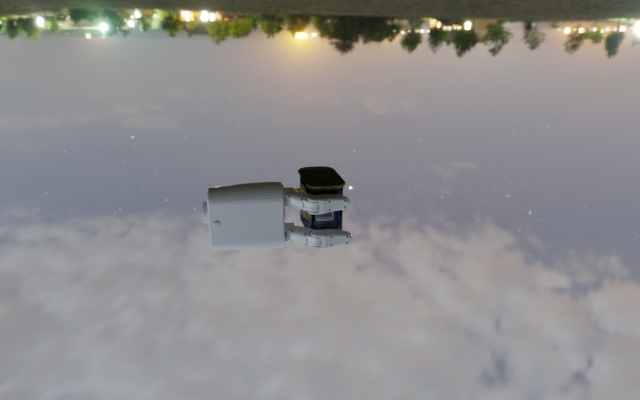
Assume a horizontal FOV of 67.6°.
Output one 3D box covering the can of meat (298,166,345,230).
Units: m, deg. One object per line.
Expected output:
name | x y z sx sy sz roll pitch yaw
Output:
can of meat | 0.000 0.003 0.721 0.057 0.084 0.102 -4 20 -12
